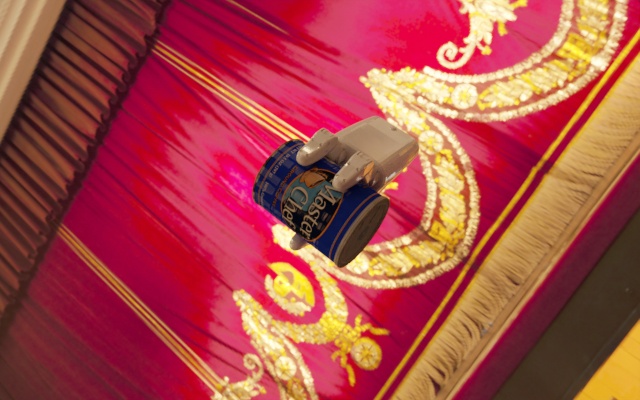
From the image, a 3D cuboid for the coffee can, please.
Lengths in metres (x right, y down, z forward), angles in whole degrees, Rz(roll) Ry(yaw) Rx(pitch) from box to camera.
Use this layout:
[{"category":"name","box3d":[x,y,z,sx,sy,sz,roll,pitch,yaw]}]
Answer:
[{"category":"coffee can","box3d":[0.000,0.002,0.597,0.140,0.103,0.103,36,13,19]}]
